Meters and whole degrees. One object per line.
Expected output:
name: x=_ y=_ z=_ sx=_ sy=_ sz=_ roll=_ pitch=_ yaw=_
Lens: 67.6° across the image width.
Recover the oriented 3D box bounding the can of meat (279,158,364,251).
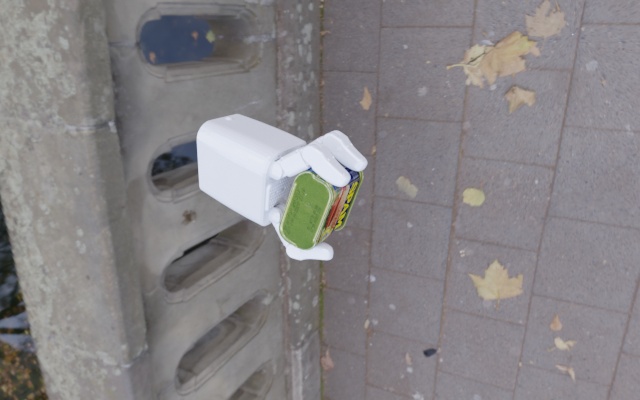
can of meat: x=0.000 y=0.002 z=0.577 sx=0.057 sy=0.102 sz=0.084 roll=29 pitch=28 yaw=17
